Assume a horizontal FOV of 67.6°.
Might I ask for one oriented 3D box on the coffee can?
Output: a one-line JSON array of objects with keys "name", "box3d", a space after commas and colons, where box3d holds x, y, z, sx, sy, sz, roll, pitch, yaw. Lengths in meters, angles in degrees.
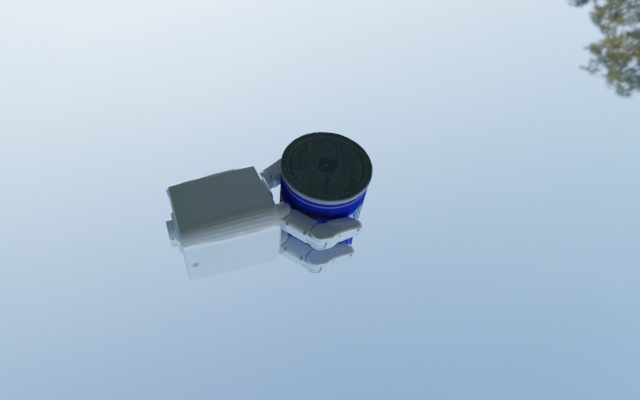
[{"name": "coffee can", "box3d": [0.000, 0.002, 0.581, 0.103, 0.102, 0.140, 0, -37, -7]}]
